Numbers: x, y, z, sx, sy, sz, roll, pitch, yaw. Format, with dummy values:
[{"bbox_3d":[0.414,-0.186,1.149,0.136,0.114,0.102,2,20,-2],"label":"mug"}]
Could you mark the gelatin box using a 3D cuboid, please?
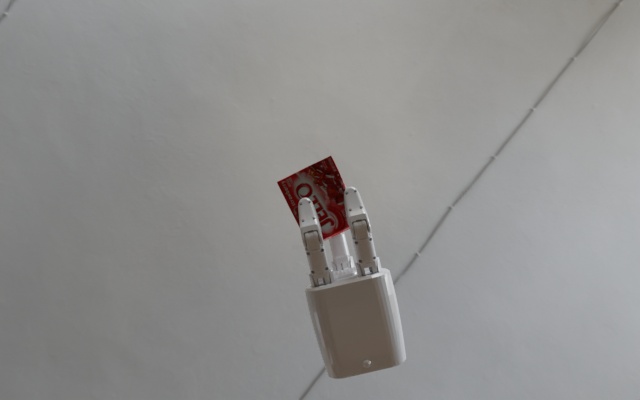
[{"bbox_3d":[0.000,0.002,0.574,0.073,0.089,0.030,-26,-8,1],"label":"gelatin box"}]
